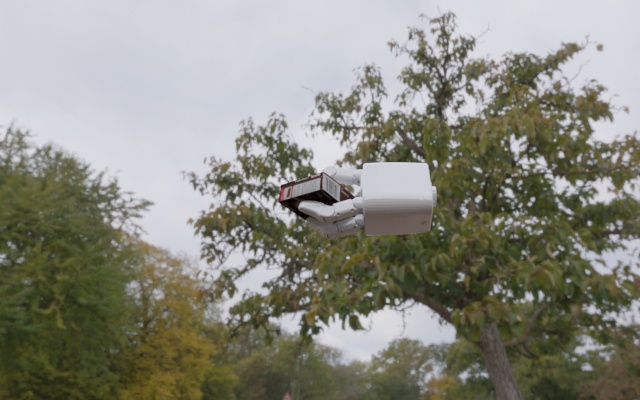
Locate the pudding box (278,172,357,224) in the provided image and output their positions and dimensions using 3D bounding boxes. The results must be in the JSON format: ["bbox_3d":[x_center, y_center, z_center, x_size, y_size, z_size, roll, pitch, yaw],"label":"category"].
[{"bbox_3d":[0.000,0.002,0.788,0.090,0.039,0.113,-16,-37,32],"label":"pudding box"}]
